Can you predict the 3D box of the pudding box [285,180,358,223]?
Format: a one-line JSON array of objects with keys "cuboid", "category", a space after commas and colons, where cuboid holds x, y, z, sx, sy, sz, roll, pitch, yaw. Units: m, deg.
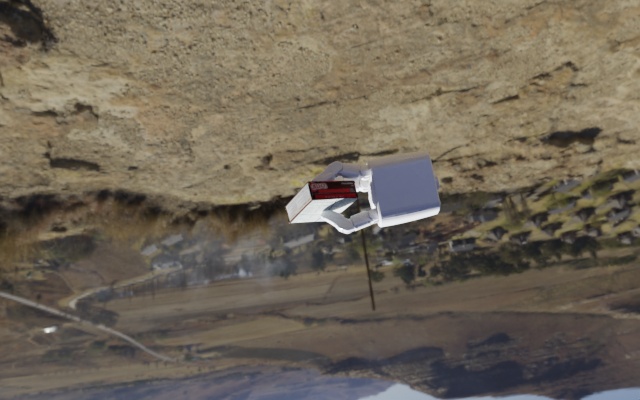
[{"cuboid": [0.000, 0.003, 0.833, 0.090, 0.039, 0.113, -1, -24, -27], "category": "pudding box"}]
